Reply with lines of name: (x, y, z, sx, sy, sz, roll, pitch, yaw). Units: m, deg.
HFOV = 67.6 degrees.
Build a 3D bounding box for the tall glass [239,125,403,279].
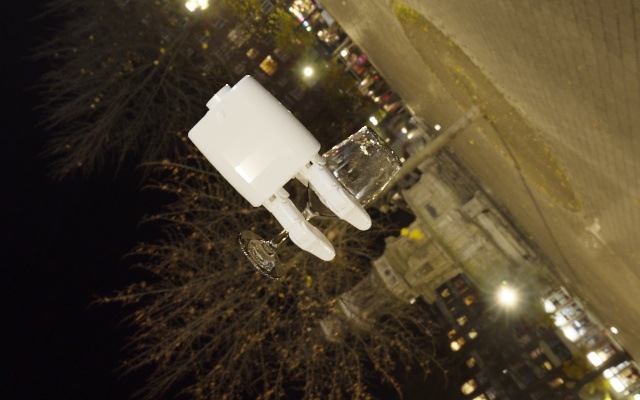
tall glass: (0.000, 0.002, 0.558, 0.201, 0.079, 0.079, -41, -11, 13)
